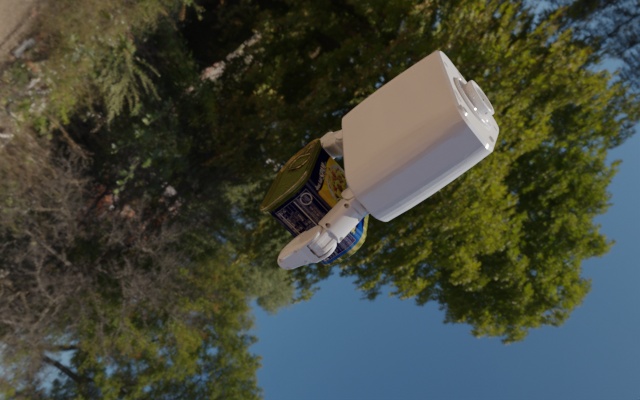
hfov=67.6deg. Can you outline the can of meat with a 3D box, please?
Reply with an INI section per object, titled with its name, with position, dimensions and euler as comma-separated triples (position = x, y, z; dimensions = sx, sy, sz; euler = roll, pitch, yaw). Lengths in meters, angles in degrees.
[can of meat]
position = 0.000, 0.002, 0.453
dimensions = 0.057, 0.084, 0.102
euler = -36, 18, 26
